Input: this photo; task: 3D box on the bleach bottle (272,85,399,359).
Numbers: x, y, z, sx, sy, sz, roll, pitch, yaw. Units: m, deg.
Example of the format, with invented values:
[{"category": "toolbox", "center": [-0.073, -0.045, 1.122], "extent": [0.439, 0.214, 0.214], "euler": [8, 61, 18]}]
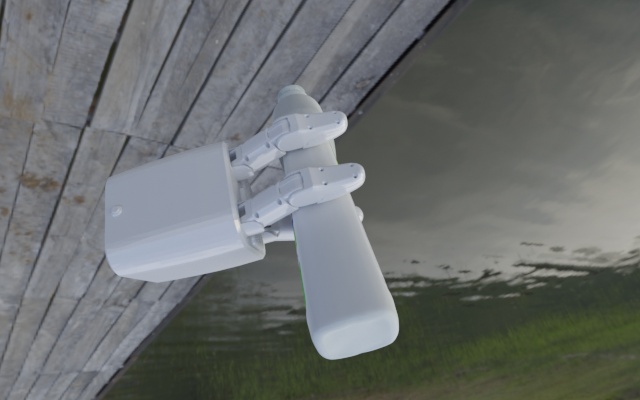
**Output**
[{"category": "bleach bottle", "center": [0.000, 0.001, 0.424], "extent": [0.068, 0.250, 0.103], "euler": [-15, -31, 0]}]
